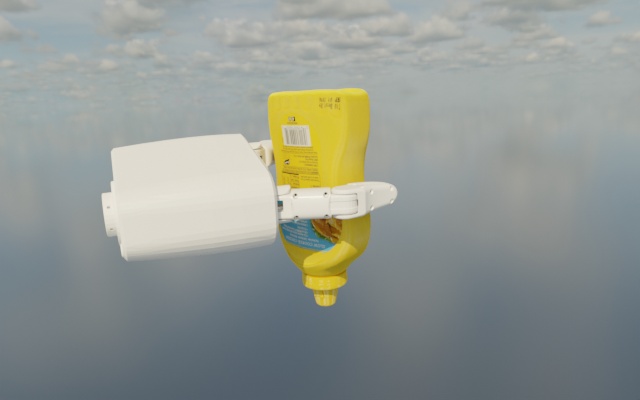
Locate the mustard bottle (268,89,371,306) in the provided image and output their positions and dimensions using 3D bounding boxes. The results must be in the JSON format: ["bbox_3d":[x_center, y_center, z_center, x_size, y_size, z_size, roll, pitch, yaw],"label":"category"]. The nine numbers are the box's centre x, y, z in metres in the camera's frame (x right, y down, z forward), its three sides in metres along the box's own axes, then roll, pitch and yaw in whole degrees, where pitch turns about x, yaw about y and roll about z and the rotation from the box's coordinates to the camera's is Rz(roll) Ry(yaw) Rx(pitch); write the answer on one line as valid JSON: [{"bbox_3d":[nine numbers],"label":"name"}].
[{"bbox_3d":[0.000,0.001,0.419,0.096,0.192,0.058,9,17,43],"label":"mustard bottle"}]
